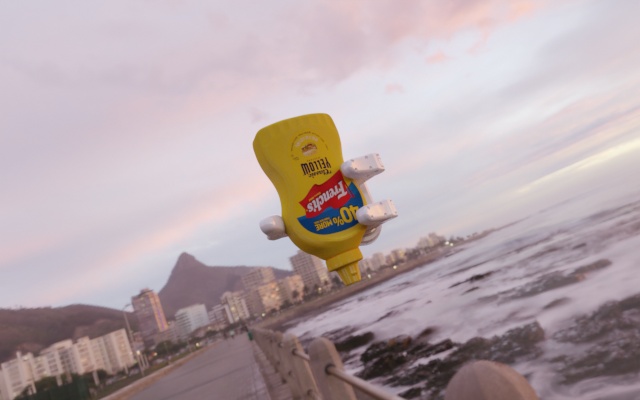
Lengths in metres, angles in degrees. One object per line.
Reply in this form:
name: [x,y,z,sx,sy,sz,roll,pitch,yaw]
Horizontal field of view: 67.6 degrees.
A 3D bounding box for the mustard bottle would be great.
mustard bottle: [0.000,0.001,0.528,0.096,0.191,0.058,-17,-11,-24]
